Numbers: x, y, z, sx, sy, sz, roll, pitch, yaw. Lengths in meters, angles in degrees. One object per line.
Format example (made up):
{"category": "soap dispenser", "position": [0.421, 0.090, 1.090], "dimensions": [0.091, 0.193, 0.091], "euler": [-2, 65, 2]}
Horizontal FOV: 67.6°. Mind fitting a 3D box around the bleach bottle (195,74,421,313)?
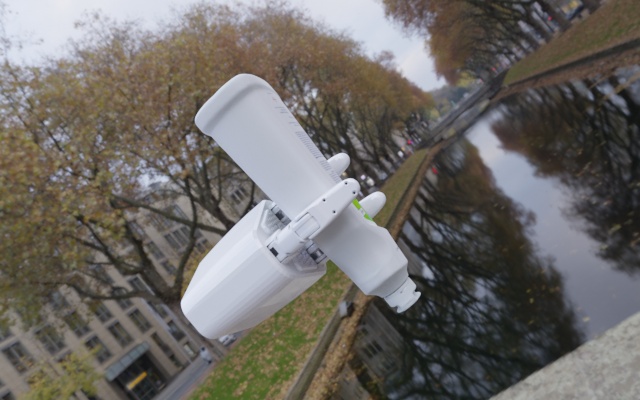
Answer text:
{"category": "bleach bottle", "position": [0.000, 0.001, 0.442], "dimensions": [0.068, 0.251, 0.102], "euler": [-41, -2, 13]}
